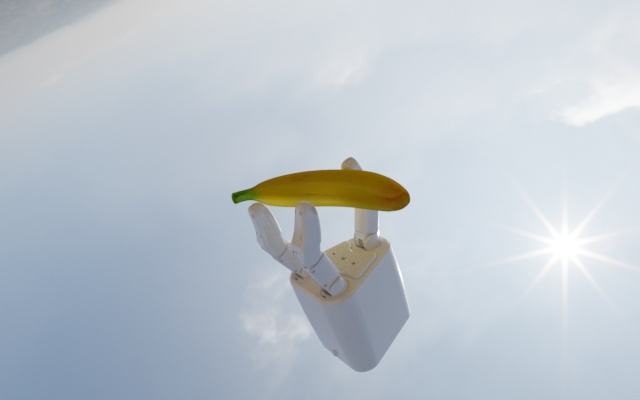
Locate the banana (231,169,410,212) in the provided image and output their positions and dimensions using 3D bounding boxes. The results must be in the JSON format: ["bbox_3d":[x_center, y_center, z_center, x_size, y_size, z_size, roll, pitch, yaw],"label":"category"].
[{"bbox_3d":[0.006,-0.007,0.474,0.198,0.037,0.069,-1,25,34],"label":"banana"}]
